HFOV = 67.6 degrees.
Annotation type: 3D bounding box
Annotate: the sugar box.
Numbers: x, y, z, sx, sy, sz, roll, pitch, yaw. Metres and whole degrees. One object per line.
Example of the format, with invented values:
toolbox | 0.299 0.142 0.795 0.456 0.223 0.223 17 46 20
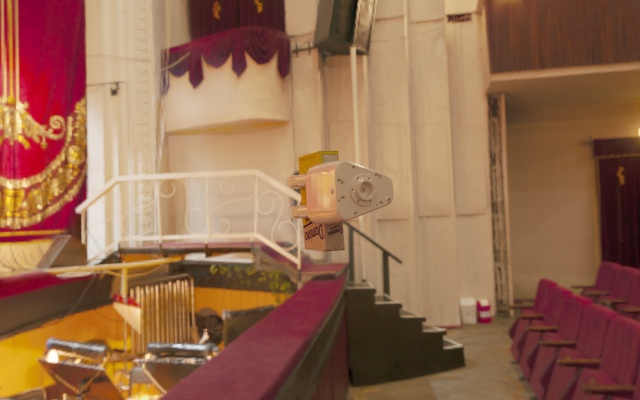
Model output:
sugar box | 0.000 0.003 0.868 0.048 0.176 0.093 -1 -3 -26
